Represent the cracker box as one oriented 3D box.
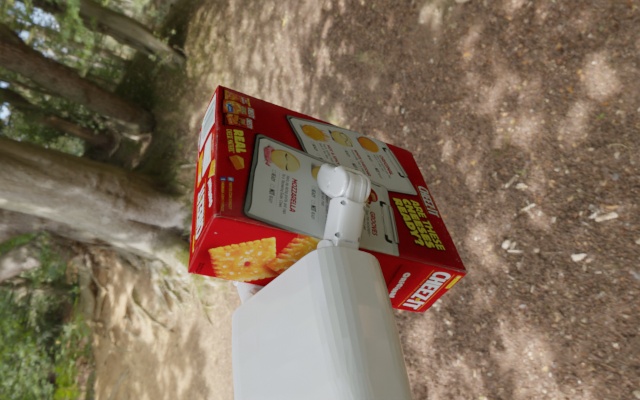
[{"bbox_3d":[0.000,0.001,0.418,0.214,0.164,0.072,15,-51,-25],"label":"cracker box"}]
